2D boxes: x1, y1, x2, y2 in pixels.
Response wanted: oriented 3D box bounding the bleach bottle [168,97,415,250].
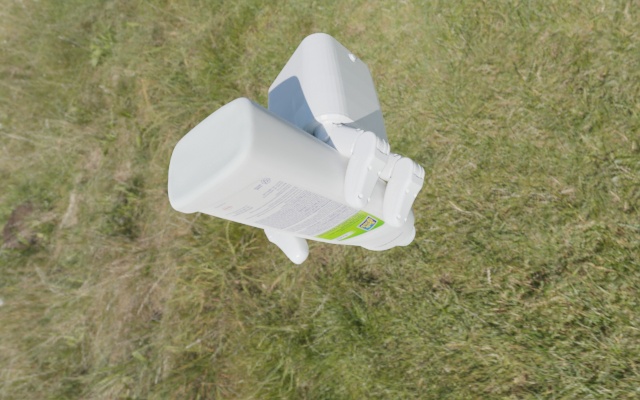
[{"bbox_3d":[0.000,0.001,0.430,0.102,0.068,0.251,-27,-35,33],"label":"bleach bottle"}]
